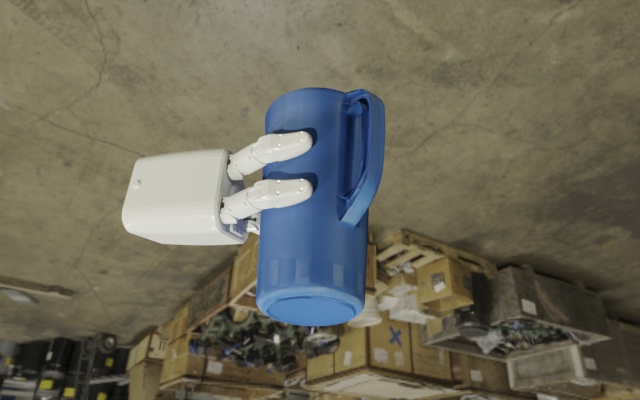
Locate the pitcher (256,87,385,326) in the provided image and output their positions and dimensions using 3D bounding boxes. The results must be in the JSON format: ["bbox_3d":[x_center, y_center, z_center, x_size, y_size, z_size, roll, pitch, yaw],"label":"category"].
[{"bbox_3d":[0.000,0.002,0.520,0.145,0.242,0.149,-2,-31,7],"label":"pitcher"}]
